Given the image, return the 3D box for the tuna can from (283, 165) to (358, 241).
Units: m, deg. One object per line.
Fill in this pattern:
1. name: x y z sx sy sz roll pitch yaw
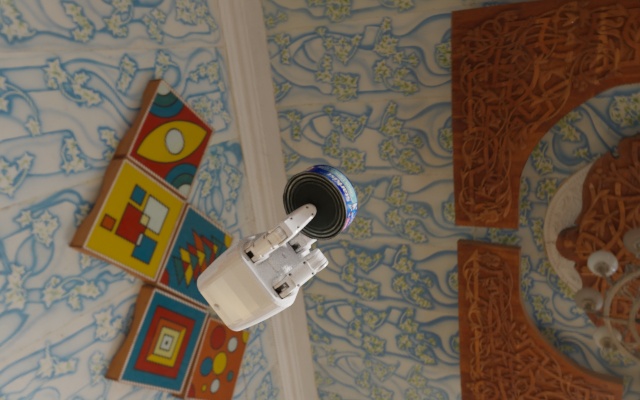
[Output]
1. tuna can: 0.000 0.002 0.563 0.086 0.086 0.033 0 21 33
